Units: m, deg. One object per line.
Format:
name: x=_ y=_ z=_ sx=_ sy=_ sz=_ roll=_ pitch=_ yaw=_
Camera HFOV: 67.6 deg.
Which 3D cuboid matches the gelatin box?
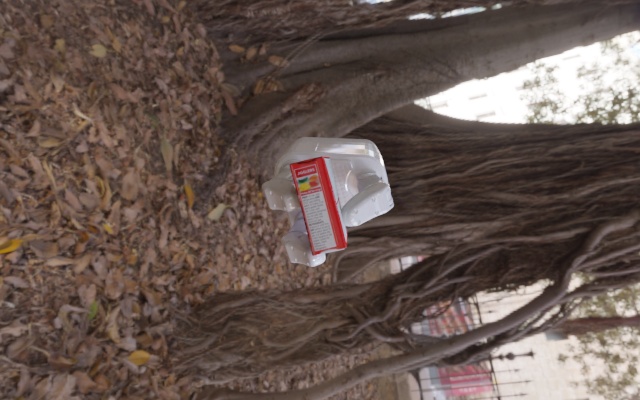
gelatin box: x=0.000 y=0.001 z=0.402 sx=0.030 sy=0.073 sz=0.089 roll=-14 pitch=4 yaw=4
